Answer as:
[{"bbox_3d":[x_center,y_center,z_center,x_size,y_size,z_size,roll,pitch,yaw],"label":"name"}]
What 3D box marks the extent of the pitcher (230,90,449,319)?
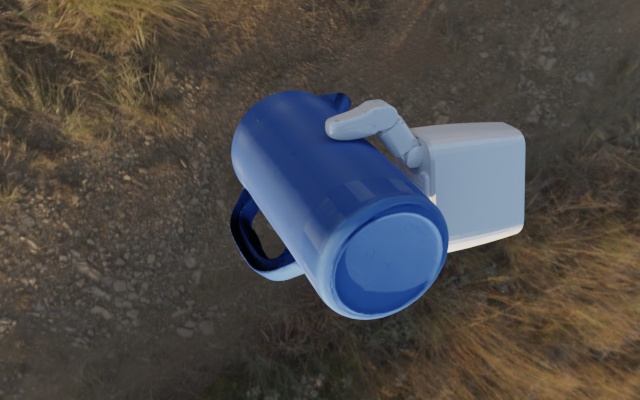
[{"bbox_3d":[0.000,0.001,0.440,0.145,0.149,0.242,-8,29,-19],"label":"pitcher"}]
